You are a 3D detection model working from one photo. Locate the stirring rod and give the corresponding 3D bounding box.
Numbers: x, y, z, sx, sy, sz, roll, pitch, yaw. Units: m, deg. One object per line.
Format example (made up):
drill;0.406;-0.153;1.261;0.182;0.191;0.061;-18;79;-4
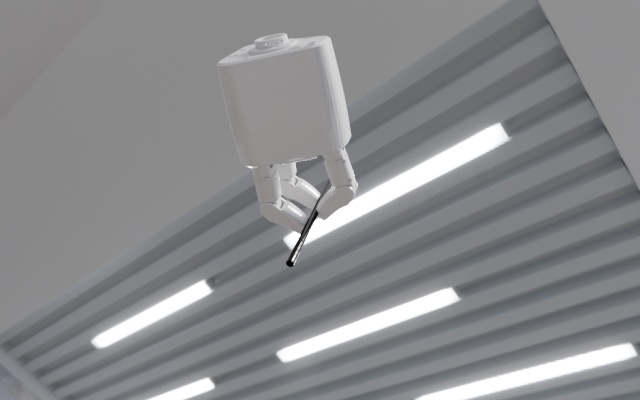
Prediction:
stirring rod;0.000;0.002;0.557;0.011;0.011;0.239;0;29;16
